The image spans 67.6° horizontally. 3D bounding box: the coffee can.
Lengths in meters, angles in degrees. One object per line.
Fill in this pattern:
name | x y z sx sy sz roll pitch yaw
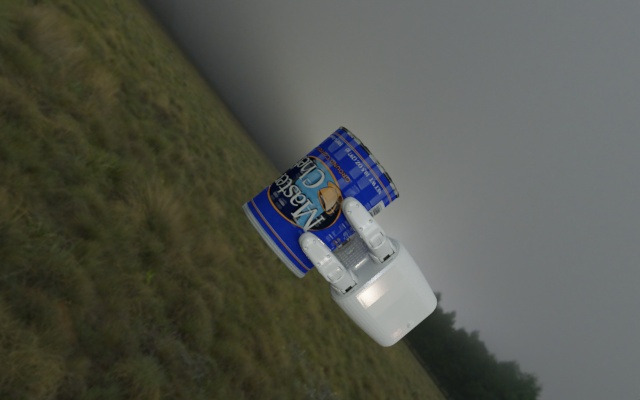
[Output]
coffee can | 0.000 0.002 0.528 0.140 0.103 0.103 -39 1 -2
